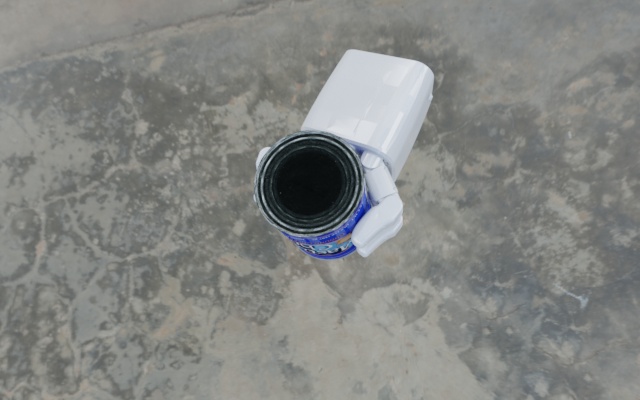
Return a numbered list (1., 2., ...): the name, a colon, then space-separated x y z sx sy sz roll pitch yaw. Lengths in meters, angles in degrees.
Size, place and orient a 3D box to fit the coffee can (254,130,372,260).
1. coffee can: 0.000 0.002 0.498 0.103 0.102 0.140 0 -15 9
